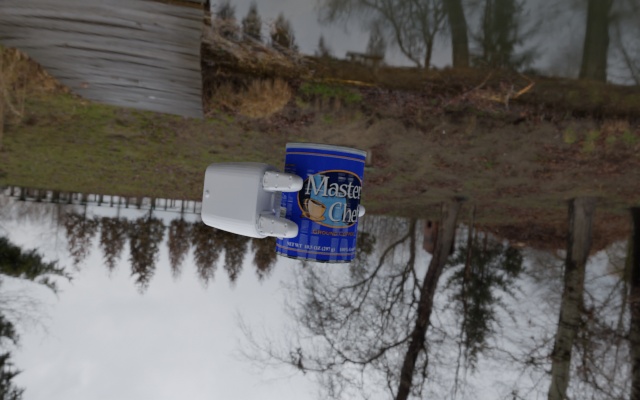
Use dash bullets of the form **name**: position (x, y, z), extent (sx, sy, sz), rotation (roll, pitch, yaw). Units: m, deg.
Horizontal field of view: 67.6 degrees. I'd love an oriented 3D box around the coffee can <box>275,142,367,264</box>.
- **coffee can**: position (0.000, 0.002, 0.608), extent (0.103, 0.140, 0.103), rotation (6, 1, 0)
